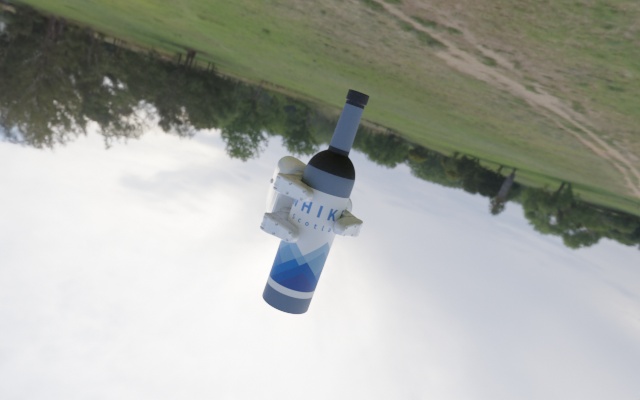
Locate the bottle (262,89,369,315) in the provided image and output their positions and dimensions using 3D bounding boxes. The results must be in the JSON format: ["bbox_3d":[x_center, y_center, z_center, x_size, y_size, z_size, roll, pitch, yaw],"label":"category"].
[{"bbox_3d":[0.000,0.002,0.621,0.069,0.296,0.069,19,11,-4],"label":"bottle"}]
